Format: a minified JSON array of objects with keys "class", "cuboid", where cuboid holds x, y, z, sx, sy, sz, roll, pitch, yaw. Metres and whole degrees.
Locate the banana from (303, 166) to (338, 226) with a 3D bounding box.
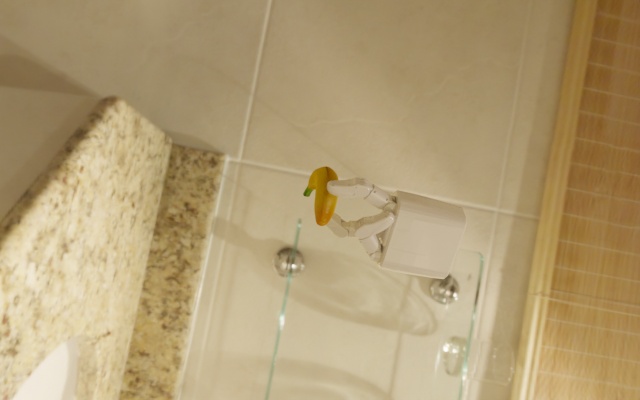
[{"class":"banana","cuboid":[0.005,-0.016,0.742,0.037,0.069,0.197,15,10,-9]}]
